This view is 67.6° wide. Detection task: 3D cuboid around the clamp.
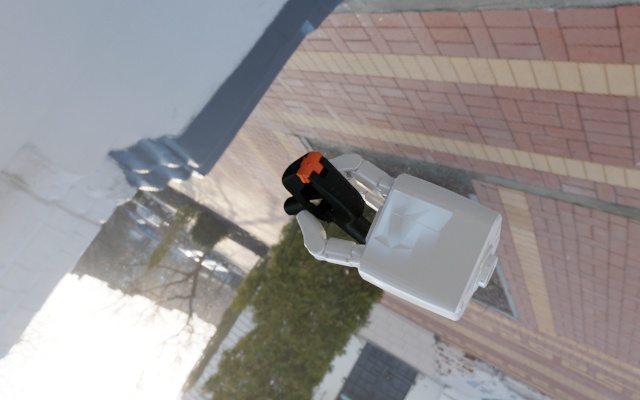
[{"bbox_3d":[0.000,0.002,0.539,0.164,0.036,0.210,22,-16,26],"label":"clamp"}]
